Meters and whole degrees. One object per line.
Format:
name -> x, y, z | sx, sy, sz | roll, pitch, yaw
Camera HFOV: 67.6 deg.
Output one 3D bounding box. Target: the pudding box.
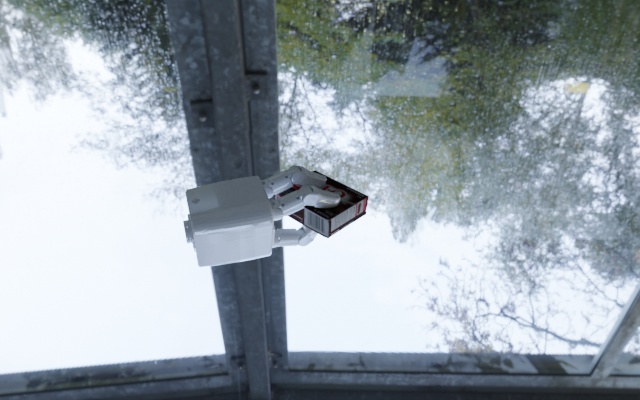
pudding box -> 0.000, 0.002, 0.713 | 0.113, 0.039, 0.090 | 30, 43, 32
